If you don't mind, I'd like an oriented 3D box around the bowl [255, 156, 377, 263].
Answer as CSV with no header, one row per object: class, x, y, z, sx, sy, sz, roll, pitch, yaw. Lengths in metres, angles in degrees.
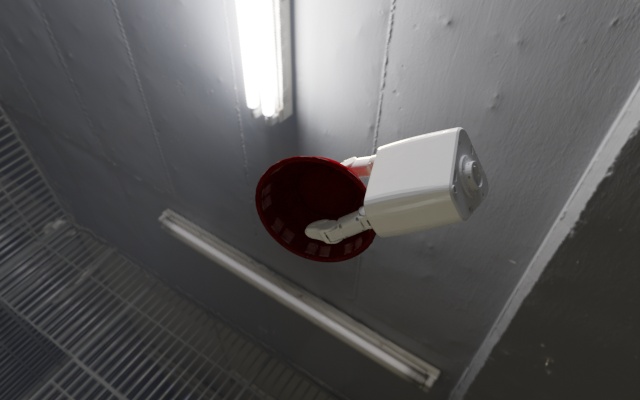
bowl,-0.001,0.002,0.620,0.162,0.162,0.055,0,33,19
